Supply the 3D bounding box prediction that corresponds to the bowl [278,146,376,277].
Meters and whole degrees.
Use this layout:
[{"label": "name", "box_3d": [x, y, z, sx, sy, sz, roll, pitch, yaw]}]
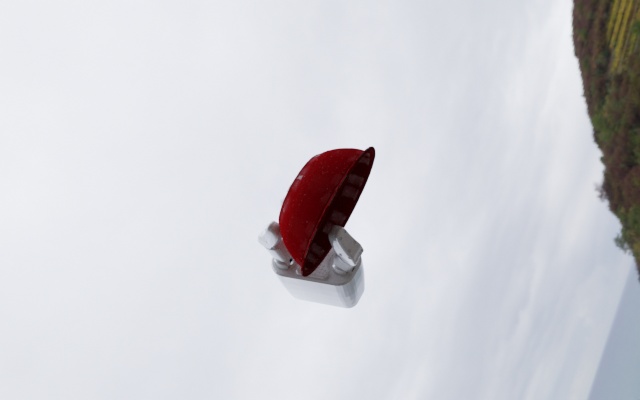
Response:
[{"label": "bowl", "box_3d": [0.000, 0.001, 0.531, 0.055, 0.162, 0.162, 29, 6, 11]}]
